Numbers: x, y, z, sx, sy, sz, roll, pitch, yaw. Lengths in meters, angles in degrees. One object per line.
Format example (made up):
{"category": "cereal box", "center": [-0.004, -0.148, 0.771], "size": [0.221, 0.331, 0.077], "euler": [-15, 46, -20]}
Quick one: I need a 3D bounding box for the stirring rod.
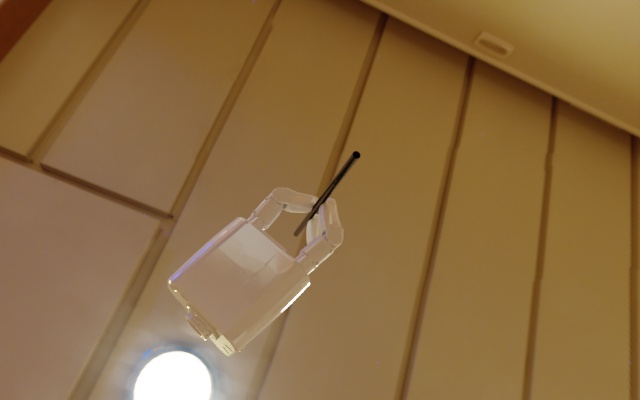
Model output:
{"category": "stirring rod", "center": [0.000, 0.002, 0.553], "size": [0.011, 0.011, 0.240], "euler": [0, -22, -18]}
